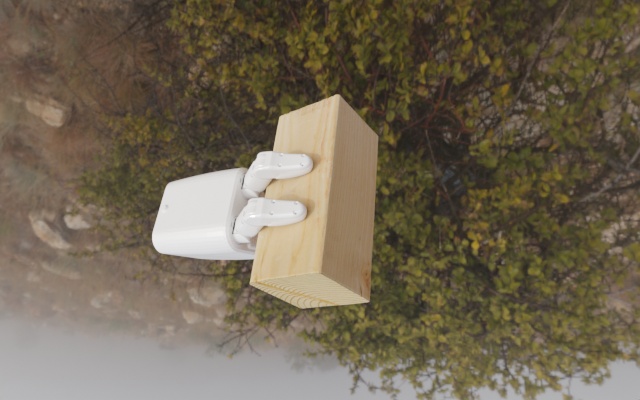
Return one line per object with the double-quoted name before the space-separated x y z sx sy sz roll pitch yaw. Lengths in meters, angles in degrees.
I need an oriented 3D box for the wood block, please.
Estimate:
"wood block" 0.000 0.002 0.522 0.090 0.206 0.091 -14 -34 33
